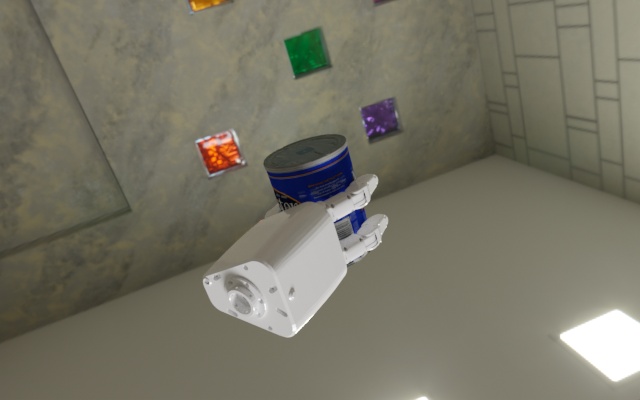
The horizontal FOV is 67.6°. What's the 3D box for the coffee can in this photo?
[{"bbox_3d":[0.000,0.002,0.590,0.103,0.140,0.102,-15,22,6],"label":"coffee can"}]
